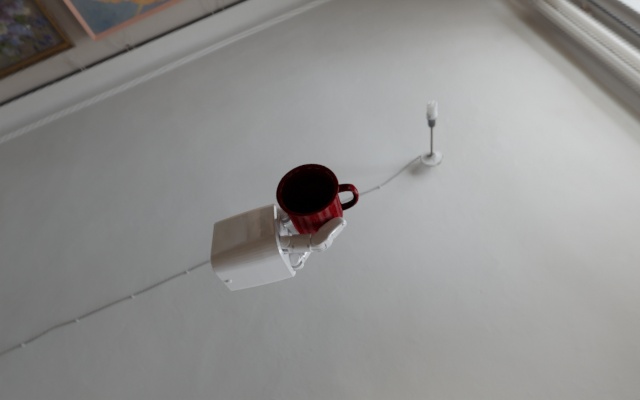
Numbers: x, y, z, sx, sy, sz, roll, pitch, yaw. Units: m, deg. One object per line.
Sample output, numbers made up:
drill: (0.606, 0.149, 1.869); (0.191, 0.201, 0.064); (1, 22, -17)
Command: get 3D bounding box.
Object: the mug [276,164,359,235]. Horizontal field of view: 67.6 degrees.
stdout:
mug: (0.002, 0.002, 0.719); (0.117, 0.093, 0.082); (-14, -35, 4)
